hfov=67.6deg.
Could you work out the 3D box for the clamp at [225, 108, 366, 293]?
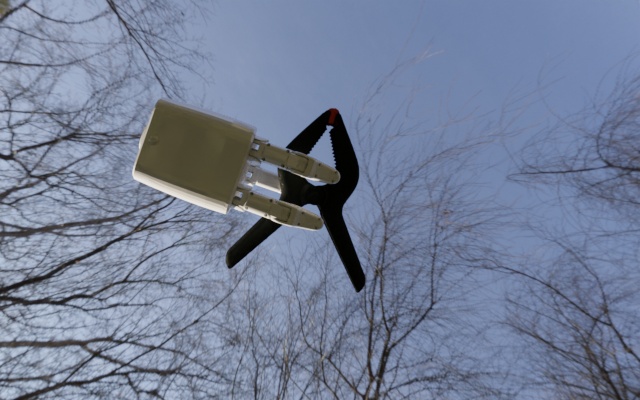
[{"bbox_3d":[0.000,0.001,0.552,0.164,0.210,0.036,19,1,-11],"label":"clamp"}]
